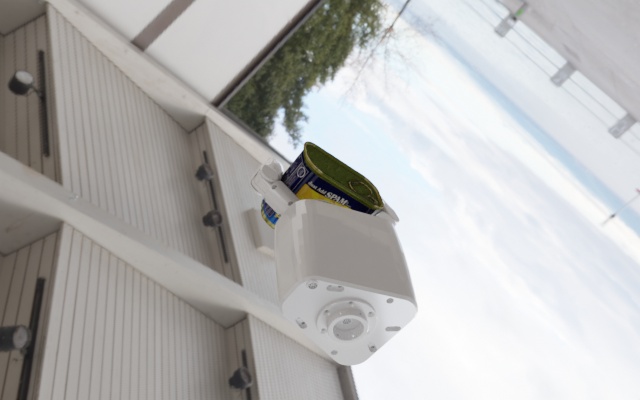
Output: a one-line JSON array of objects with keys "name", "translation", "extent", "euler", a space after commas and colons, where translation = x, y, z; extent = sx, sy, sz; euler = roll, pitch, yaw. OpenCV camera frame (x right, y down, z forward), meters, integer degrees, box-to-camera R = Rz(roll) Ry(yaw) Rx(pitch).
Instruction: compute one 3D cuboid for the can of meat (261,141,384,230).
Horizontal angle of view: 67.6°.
[{"name": "can of meat", "translation": [0.000, 0.002, 0.502], "extent": [0.102, 0.084, 0.057], "euler": [30, 25, -25]}]
